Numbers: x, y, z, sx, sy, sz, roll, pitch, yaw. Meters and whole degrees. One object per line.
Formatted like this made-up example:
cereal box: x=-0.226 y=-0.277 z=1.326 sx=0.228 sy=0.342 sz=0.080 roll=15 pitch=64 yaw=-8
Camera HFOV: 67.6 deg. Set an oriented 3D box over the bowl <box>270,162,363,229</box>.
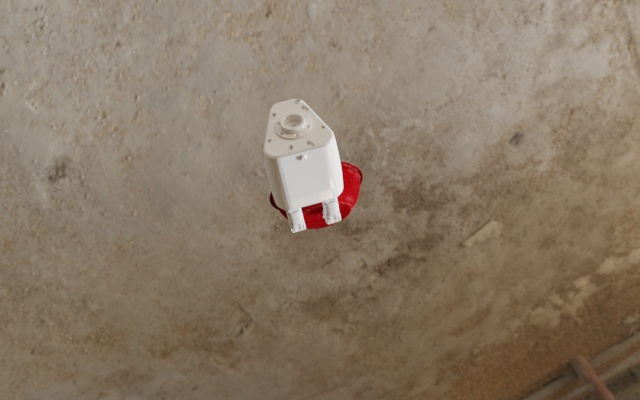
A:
bowl: x=0.001 y=0.003 z=0.791 sx=0.162 sy=0.055 sz=0.162 roll=-14 pitch=-26 yaw=-7
